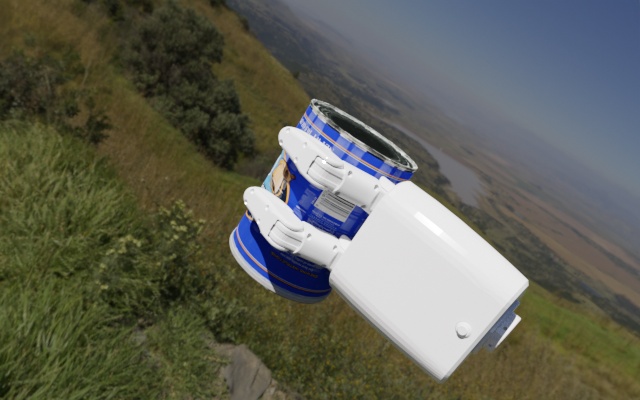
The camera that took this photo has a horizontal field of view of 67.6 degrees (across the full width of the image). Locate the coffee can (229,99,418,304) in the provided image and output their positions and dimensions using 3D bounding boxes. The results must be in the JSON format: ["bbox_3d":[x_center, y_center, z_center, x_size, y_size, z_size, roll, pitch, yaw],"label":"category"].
[{"bbox_3d":[0.000,0.001,0.409,0.103,0.140,0.102,30,18,-10],"label":"coffee can"}]
